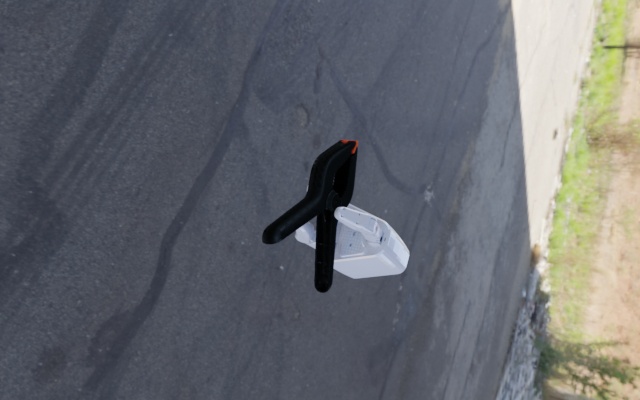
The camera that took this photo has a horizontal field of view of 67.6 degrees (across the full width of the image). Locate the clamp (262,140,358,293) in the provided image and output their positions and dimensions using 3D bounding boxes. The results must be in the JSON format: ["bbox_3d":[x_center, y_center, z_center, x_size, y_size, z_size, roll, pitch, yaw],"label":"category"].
[{"bbox_3d":[0.001,0.002,0.630,0.036,0.210,0.165,8,-19,31],"label":"clamp"}]
